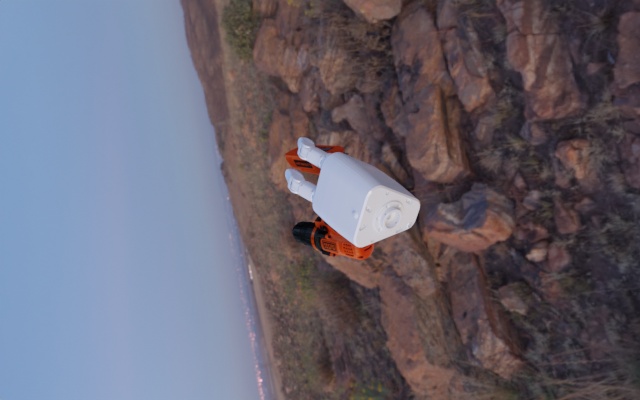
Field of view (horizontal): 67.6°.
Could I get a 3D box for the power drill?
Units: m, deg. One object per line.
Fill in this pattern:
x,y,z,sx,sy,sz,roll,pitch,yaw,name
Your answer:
0.000,0.002,0.798,0.057,0.188,0.184,-31,25,-36,power drill
